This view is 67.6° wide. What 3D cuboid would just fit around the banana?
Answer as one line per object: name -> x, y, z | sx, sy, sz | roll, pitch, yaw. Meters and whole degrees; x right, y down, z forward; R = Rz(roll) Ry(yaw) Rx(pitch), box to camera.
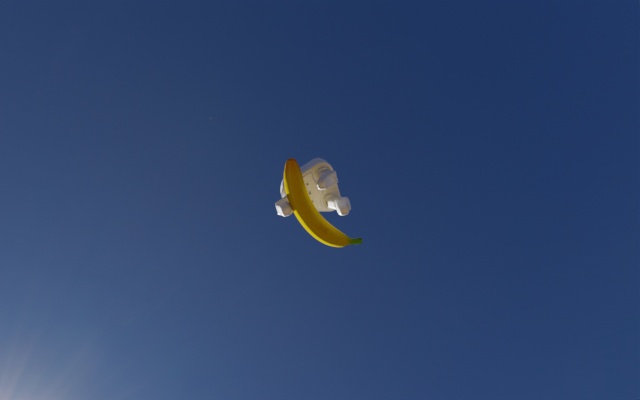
banana -> -0.012, 0.017, 0.846 | 0.069, 0.198, 0.037 | -39, 12, 11
